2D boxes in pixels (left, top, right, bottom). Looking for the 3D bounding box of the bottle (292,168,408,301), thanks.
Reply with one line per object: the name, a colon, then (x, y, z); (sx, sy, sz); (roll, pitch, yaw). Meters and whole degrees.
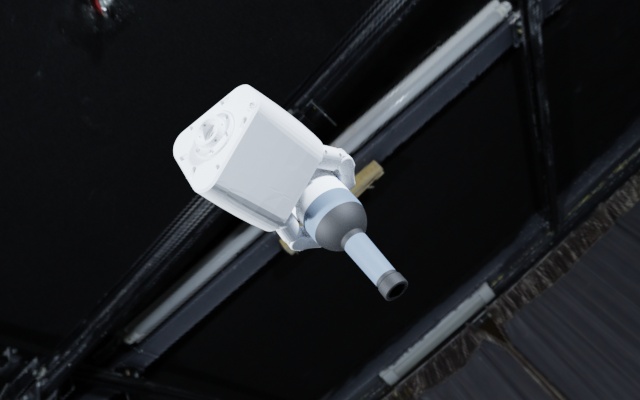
bottle: (0.000, 0.002, 0.556); (0.069, 0.069, 0.295); (0, 36, -39)
